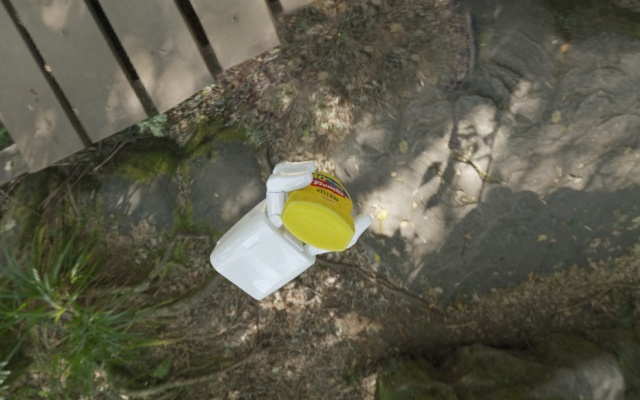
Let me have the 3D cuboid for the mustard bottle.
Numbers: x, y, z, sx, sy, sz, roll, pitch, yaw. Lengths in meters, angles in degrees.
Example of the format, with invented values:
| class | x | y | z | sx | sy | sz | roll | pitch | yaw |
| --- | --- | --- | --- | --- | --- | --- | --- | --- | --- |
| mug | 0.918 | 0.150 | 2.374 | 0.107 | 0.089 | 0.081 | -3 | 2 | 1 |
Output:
| class | x | y | z | sx | sy | sz | roll | pitch | yaw |
| --- | --- | --- | --- | --- | --- | --- | --- | --- | --- |
| mustard bottle | 0.000 | 0.002 | 0.684 | 0.096 | 0.058 | 0.191 | 25 | 18 | -6 |
